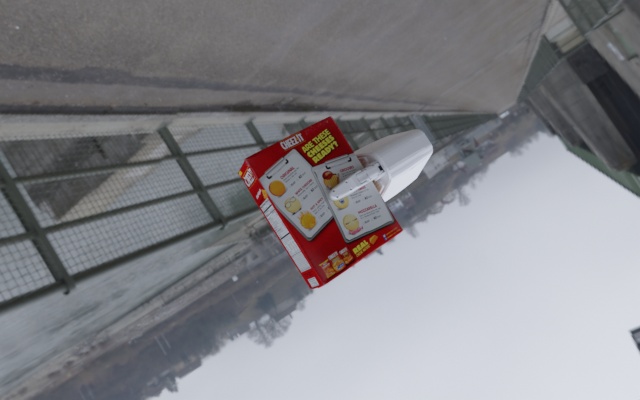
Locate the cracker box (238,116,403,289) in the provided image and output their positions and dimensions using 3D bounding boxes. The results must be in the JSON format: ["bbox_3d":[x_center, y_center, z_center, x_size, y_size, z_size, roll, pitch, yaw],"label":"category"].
[{"bbox_3d":[0.000,0.002,0.732,0.164,0.213,0.072,-31,-4,-27],"label":"cracker box"}]
